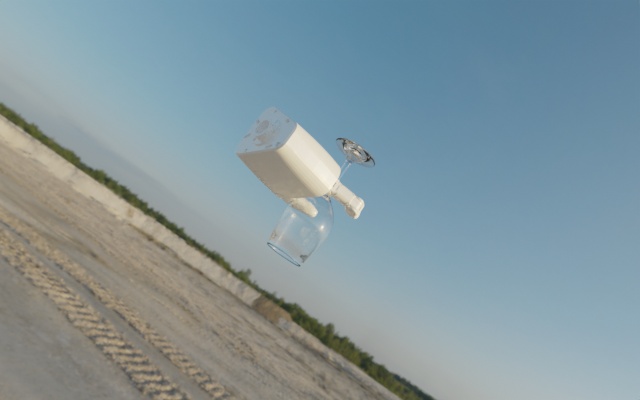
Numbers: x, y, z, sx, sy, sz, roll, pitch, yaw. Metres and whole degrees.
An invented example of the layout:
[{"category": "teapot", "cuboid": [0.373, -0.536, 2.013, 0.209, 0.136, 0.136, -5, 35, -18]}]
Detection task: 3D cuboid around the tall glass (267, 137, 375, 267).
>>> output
[{"category": "tall glass", "cuboid": [0.001, 0.002, 0.738, 0.079, 0.201, 0.079, 33, -13, 9]}]
